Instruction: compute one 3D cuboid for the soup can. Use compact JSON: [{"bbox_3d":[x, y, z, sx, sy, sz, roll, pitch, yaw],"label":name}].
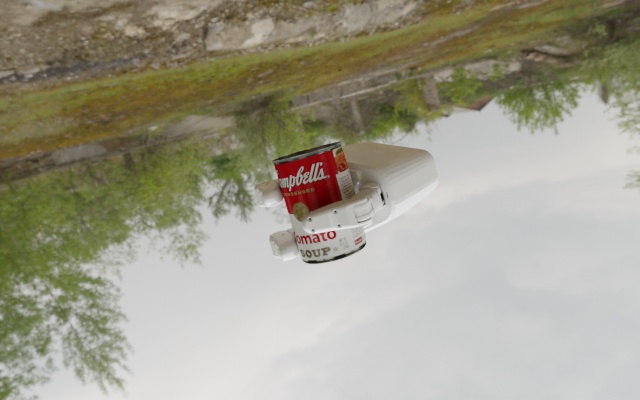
[{"bbox_3d":[0.000,0.002,0.458,0.068,0.102,0.068,-15,9,2],"label":"soup can"}]
